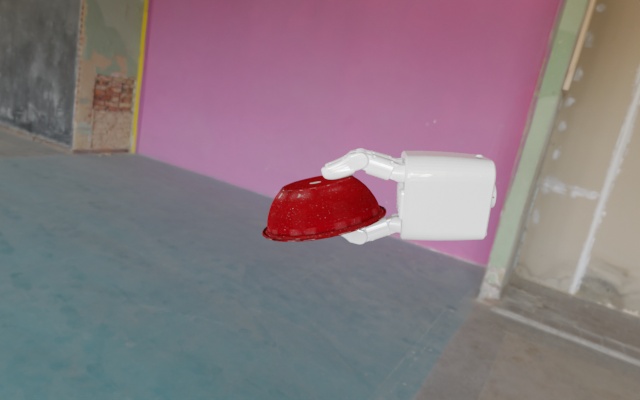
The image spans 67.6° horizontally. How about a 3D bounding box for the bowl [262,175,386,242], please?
[{"bbox_3d":[-0.001,0.002,0.608,0.162,0.055,0.162,-11,11,2],"label":"bowl"}]
